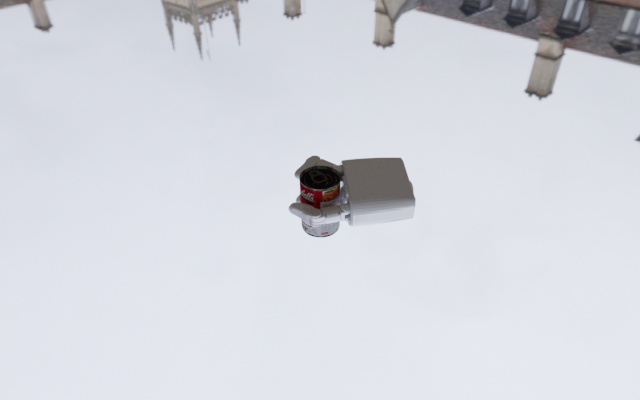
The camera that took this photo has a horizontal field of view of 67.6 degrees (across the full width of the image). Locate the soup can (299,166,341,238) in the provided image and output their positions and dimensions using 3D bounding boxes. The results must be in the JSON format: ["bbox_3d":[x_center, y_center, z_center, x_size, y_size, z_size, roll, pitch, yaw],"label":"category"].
[{"bbox_3d":[0.000,0.003,0.795,0.068,0.102,0.068,0,38,0],"label":"soup can"}]
